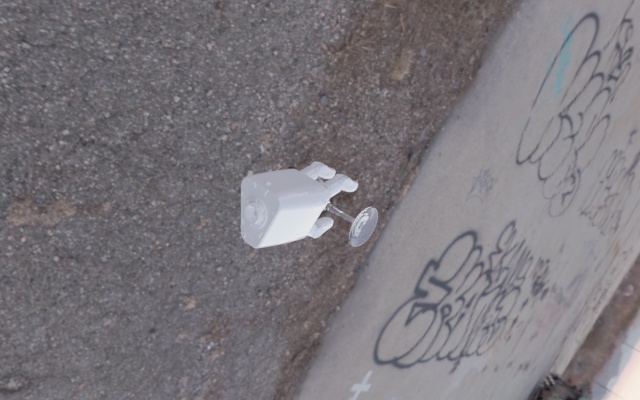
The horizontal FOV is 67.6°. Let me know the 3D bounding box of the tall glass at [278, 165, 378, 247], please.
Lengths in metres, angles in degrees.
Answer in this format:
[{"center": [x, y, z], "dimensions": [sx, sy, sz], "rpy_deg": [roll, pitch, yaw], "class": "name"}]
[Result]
[{"center": [0.001, 0.003, 0.847], "dimensions": [0.201, 0.079, 0.079], "rpy_deg": [30, 18, 33], "class": "tall glass"}]
